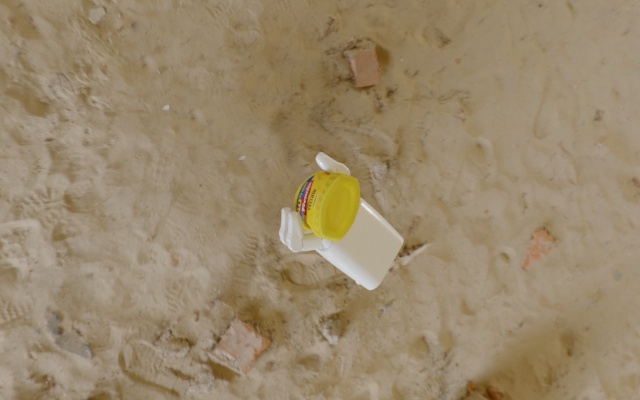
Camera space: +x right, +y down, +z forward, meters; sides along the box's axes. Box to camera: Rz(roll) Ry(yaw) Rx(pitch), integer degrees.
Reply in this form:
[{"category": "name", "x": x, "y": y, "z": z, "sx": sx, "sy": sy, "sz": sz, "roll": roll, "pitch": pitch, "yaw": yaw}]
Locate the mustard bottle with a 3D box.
[{"category": "mustard bottle", "x": 0.000, "y": 0.002, "z": 0.752, "sx": 0.058, "sy": 0.096, "sz": 0.191, "roll": 16, "pitch": 0, "yaw": -17}]
